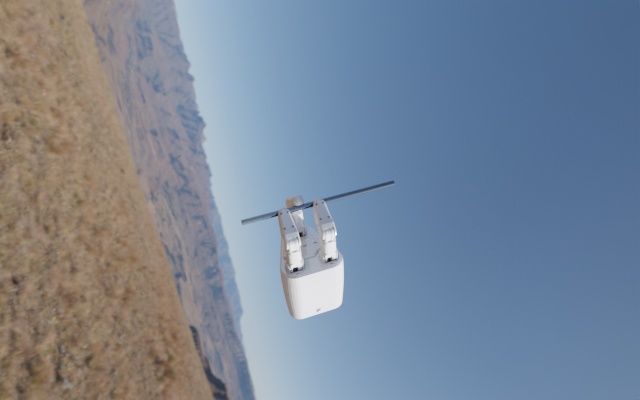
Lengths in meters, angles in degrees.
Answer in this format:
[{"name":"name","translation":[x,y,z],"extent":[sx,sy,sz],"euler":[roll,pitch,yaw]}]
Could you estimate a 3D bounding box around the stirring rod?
[{"name":"stirring rod","translation":[0.000,0.002,0.713],"extent":[0.239,0.011,0.011],"euler":[-15,3,-13]}]
